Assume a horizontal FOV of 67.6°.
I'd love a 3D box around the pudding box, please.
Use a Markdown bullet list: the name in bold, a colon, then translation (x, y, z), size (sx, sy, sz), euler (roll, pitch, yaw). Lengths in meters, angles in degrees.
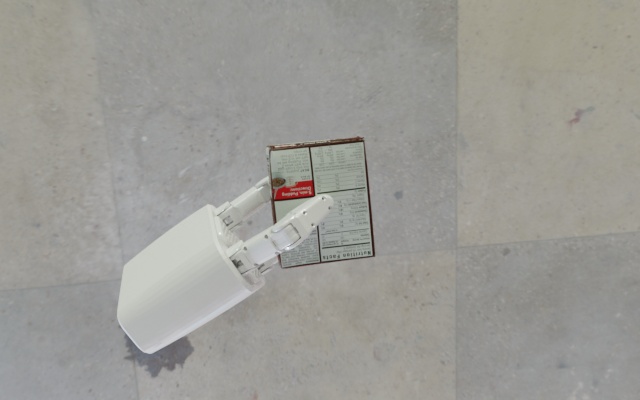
- **pudding box**: translation (0.000, 0.001, 0.439), size (0.090, 0.113, 0.039), euler (-6, 10, -7)
